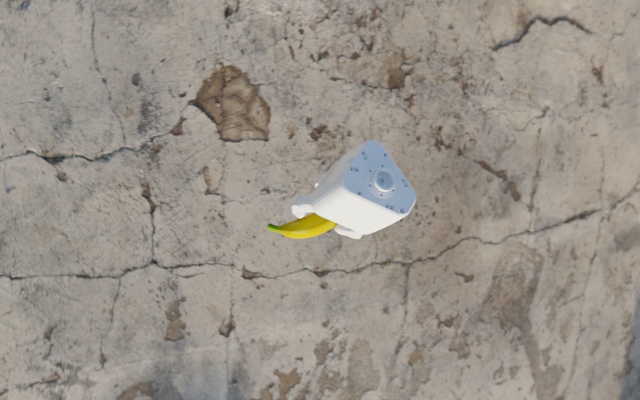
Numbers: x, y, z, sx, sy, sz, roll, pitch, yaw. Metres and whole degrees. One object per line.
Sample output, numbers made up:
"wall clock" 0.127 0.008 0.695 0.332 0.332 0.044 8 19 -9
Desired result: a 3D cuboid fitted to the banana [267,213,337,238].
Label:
"banana" 0.009 0.017 0.815 0.197 0.069 0.037 -28 -29 -28
